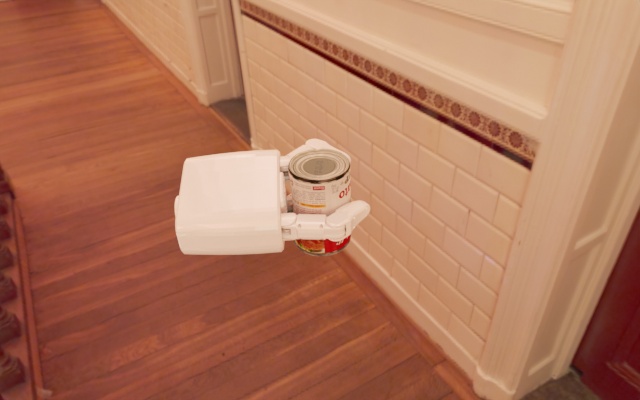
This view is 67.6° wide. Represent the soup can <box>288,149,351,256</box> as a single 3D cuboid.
[{"bbox_3d":[0.001,0.002,0.532,0.068,0.102,0.068,-2,36,1],"label":"soup can"}]
